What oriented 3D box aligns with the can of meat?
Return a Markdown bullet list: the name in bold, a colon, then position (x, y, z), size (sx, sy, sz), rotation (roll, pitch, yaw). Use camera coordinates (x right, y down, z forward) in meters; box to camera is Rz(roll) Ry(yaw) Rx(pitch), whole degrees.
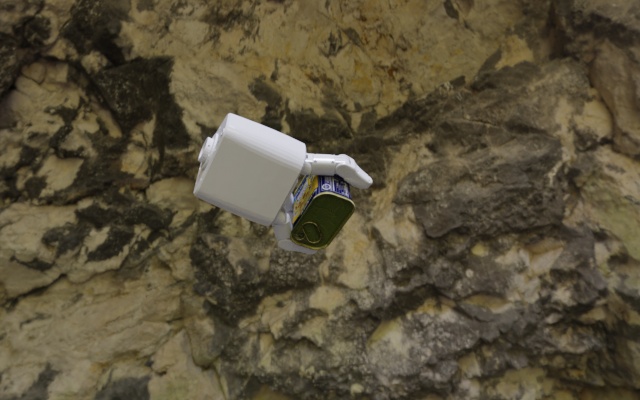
- **can of meat**: position (0.000, 0.002, 0.649), size (0.057, 0.102, 0.083), rotation (20, 38, -19)
